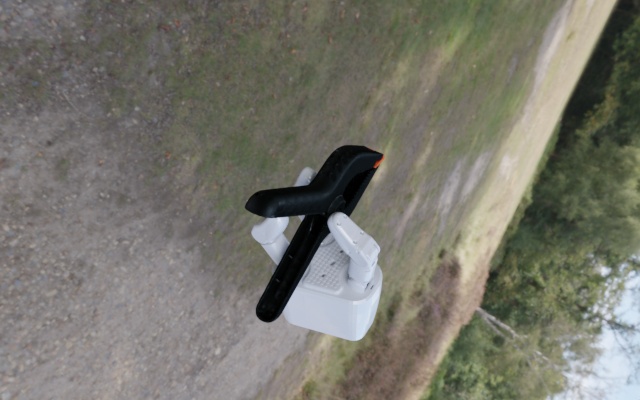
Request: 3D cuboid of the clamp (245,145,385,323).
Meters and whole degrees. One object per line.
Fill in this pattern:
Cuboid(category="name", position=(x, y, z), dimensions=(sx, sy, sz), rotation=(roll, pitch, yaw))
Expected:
Cuboid(category="clamp", position=(0.001, 0.002, 0.459), dimensions=(0.036, 0.210, 0.165), rotation=(28, -33, 21))
